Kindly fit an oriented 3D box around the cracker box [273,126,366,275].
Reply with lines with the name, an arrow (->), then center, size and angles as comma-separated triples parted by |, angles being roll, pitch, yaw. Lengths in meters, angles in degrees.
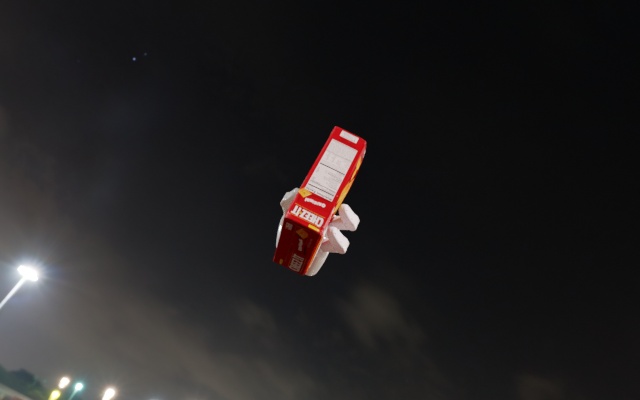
cracker box -> 0.000, 0.003, 0.840 | 0.072, 0.213, 0.164 | 25, -33, 4
